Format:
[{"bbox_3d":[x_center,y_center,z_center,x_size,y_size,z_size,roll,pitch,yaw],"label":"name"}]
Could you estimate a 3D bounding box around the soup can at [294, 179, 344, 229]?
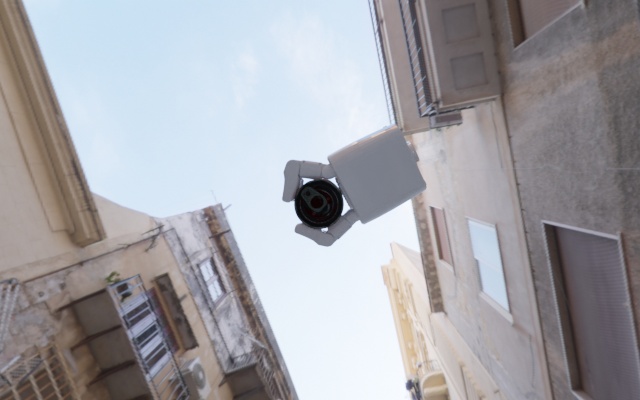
[{"bbox_3d":[0.000,0.003,0.693,0.068,0.068,0.102,0,3,3],"label":"soup can"}]
